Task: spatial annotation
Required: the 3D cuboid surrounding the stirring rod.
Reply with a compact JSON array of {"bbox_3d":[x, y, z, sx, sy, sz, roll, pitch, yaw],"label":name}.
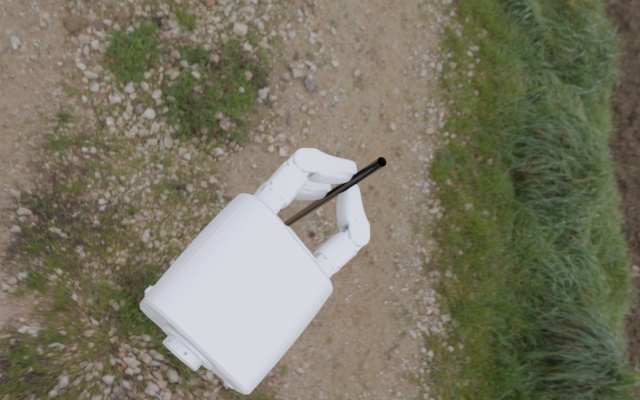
[{"bbox_3d":[0.000,0.002,0.470,0.011,0.011,0.239,0,-15,-24],"label":"stirring rod"}]
